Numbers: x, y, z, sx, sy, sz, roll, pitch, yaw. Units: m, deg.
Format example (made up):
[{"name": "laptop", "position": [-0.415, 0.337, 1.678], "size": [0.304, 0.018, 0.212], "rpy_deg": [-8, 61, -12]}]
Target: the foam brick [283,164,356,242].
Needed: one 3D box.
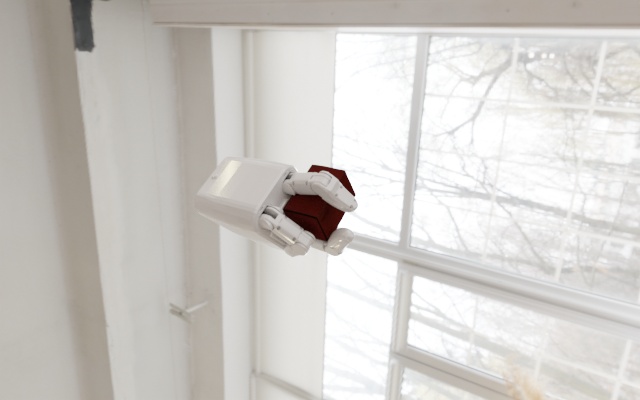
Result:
[{"name": "foam brick", "position": [0.000, 0.002, 0.594], "size": [0.051, 0.078, 0.053], "rpy_deg": [13, -33, 32]}]
